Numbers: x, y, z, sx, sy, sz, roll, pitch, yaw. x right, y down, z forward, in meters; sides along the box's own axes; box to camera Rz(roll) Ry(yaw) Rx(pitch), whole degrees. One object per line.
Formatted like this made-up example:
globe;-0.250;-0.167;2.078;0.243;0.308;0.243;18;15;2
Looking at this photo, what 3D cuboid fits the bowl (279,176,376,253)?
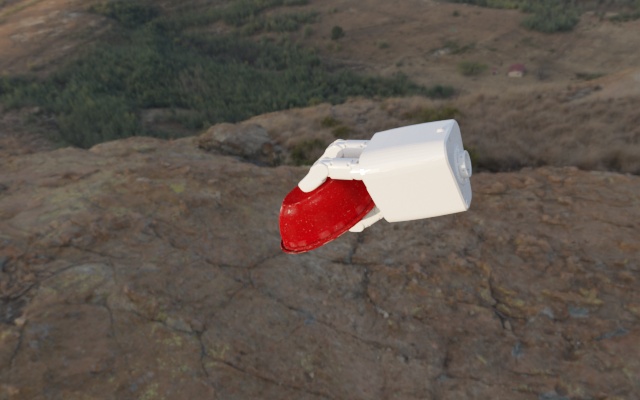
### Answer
bowl;-0.001;0.002;0.662;0.162;0.055;0.162;-30;17;10
